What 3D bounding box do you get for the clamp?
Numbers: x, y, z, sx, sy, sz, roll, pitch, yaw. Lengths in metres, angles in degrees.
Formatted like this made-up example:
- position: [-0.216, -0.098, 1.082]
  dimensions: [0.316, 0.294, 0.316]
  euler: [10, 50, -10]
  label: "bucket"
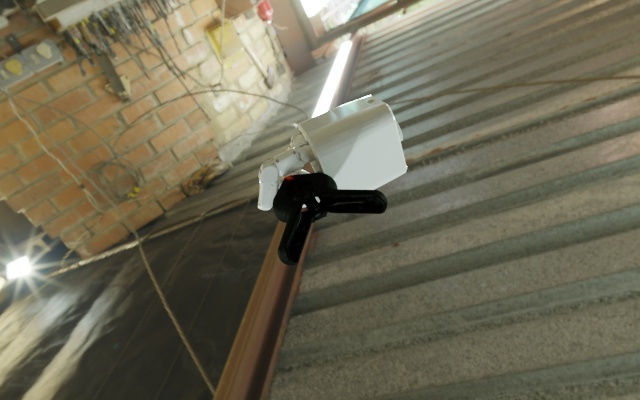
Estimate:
- position: [0.000, 0.002, 0.529]
  dimensions: [0.120, 0.039, 0.171]
  euler: [-21, 27, -3]
  label: "clamp"
